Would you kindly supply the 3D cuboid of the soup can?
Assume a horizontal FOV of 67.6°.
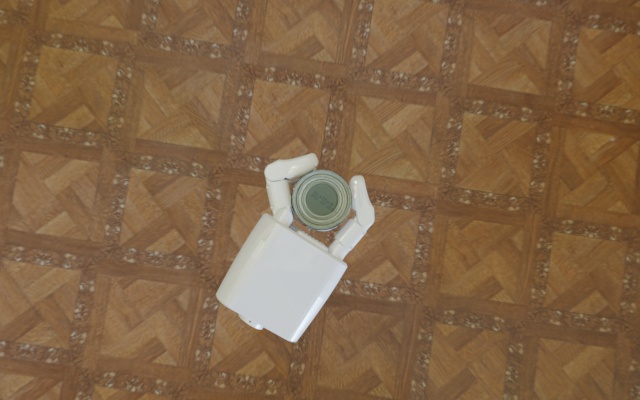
[{"bbox_3d":[0.000,0.001,0.560,0.068,0.068,0.102,0,-3,-1],"label":"soup can"}]
